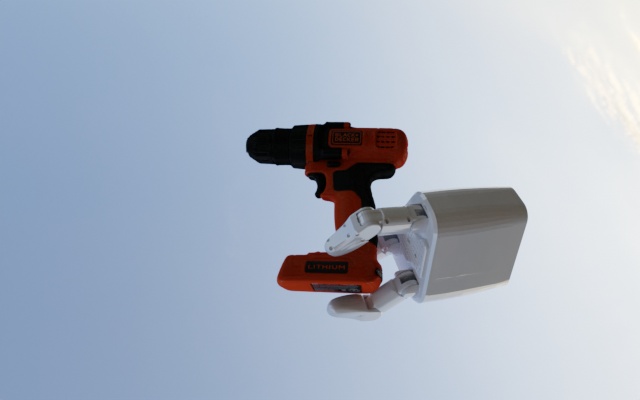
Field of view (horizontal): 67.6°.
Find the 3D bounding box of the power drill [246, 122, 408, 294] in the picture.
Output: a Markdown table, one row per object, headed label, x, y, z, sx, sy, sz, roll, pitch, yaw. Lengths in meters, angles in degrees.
| label | x | y | z | sx | sy | sz | roll | pitch | yaw |
| --- | --- | --- | --- | --- | --- | --- | --- | --- | --- |
| power drill | 0.000 | 0.002 | 0.513 | 0.184 | 0.187 | 0.057 | 1 | -21 | 10 |
